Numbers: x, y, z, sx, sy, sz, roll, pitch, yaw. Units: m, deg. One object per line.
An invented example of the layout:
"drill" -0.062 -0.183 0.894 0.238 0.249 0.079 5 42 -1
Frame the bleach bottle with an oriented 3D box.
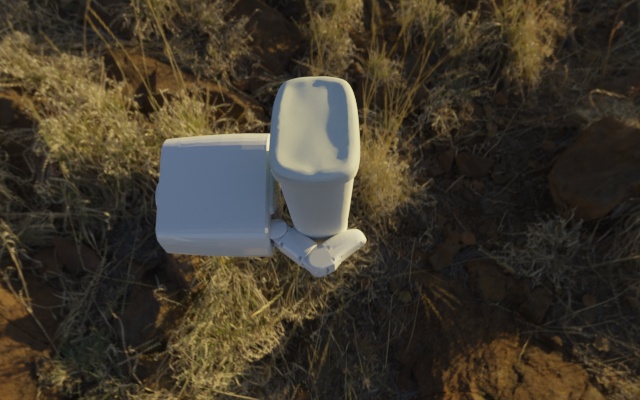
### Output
"bleach bottle" 0.000 0.001 0.465 0.068 0.102 0.251 -1 -29 2
